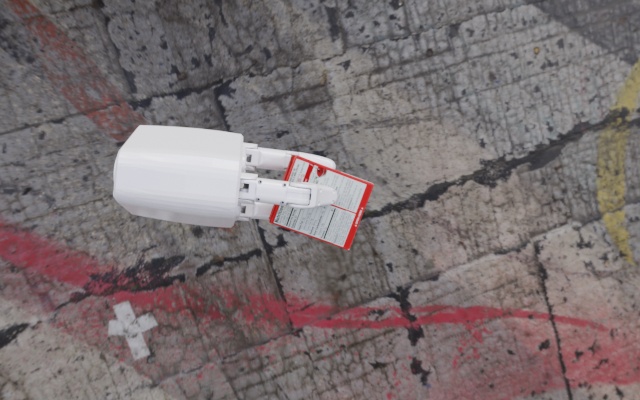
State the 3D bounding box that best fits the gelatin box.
[{"bbox_3d":[0.000,0.002,0.490,0.089,0.073,0.030,20,3,-8],"label":"gelatin box"}]
